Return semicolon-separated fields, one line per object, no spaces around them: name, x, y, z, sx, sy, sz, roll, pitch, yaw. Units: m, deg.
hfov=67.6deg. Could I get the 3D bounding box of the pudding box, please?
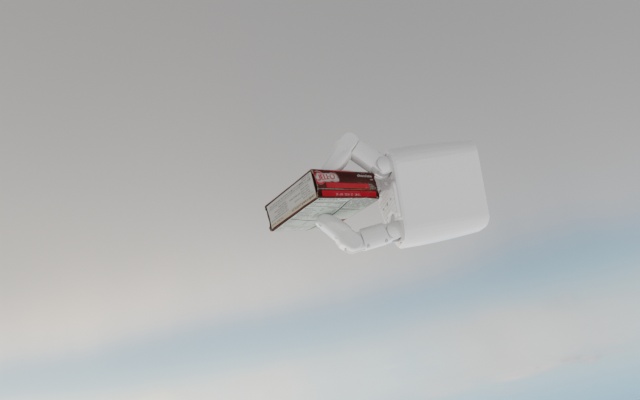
pudding box;0.000;0.002;0.565;0.090;0.039;0.113;2;-25;-35
